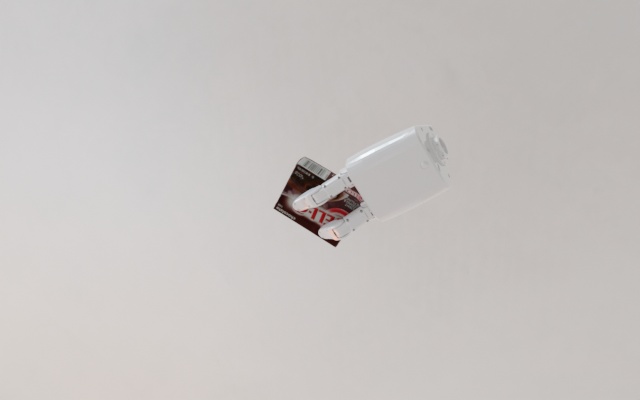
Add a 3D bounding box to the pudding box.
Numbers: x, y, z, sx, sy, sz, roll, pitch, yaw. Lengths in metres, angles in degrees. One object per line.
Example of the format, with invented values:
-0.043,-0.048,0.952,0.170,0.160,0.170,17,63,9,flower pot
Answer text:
0.000,0.002,0.695,0.113,0.090,0.039,33,32,4,pudding box
